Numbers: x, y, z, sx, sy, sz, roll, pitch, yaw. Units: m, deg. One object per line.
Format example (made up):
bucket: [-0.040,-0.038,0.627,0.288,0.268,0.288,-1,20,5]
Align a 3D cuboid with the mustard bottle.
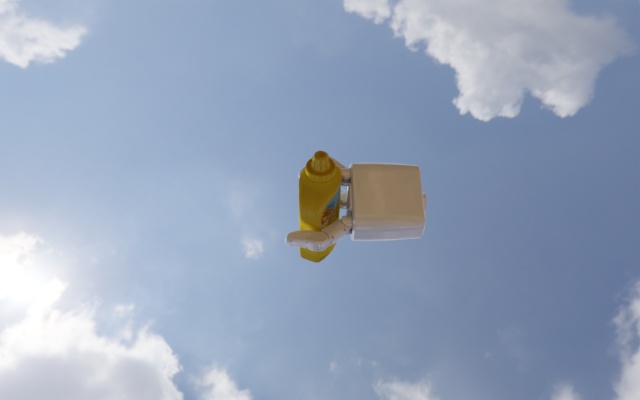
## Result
mustard bottle: [0.000,0.002,0.703,0.058,0.096,0.192,19,-38,14]
